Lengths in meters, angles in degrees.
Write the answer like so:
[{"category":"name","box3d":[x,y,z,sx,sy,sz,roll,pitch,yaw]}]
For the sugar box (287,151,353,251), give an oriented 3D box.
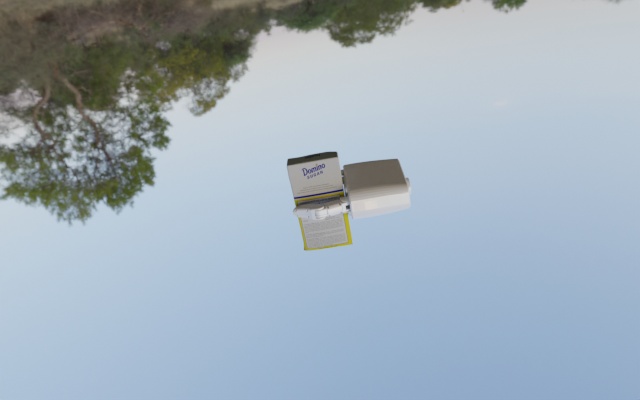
[{"category":"sugar box","box3d":[0.000,0.003,0.870,0.093,0.176,0.048,-9,22,2]}]
